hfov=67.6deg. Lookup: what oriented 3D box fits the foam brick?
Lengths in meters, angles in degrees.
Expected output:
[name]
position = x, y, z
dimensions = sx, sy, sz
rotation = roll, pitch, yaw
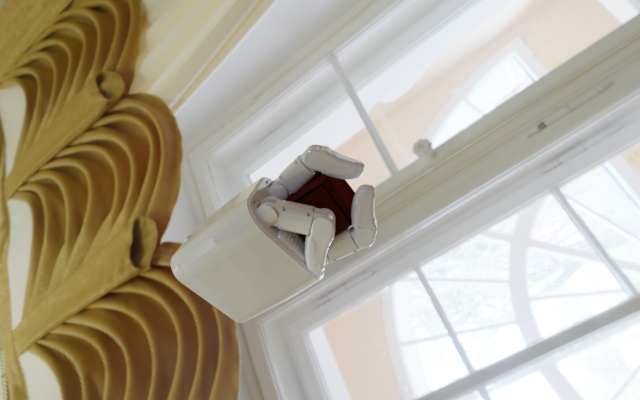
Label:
[foam brick]
position = 0.000, 0.002, 0.484
dimensions = 0.051, 0.053, 0.078
rotation = -34, 14, 17
